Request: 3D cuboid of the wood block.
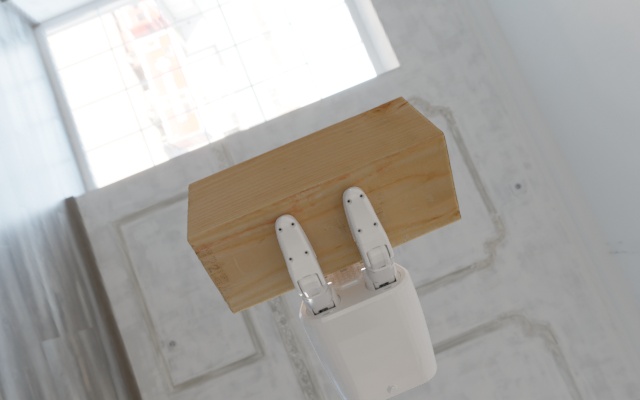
[{"bbox_3d":[0.000,0.001,0.412,0.206,0.090,0.090,-23,32,-1],"label":"wood block"}]
